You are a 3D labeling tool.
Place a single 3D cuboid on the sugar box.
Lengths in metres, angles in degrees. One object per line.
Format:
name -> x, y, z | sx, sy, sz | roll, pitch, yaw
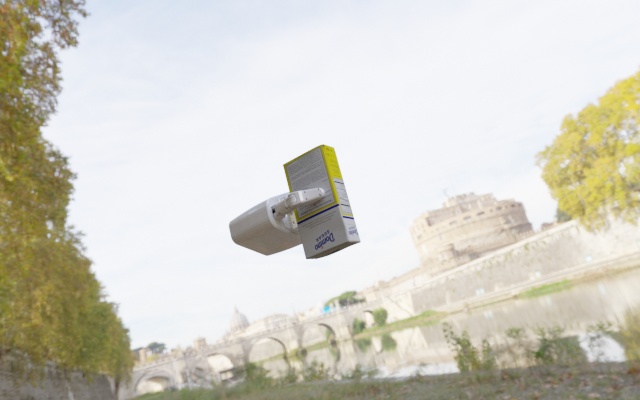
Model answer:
sugar box -> 0.000, 0.003, 0.807 | 0.093, 0.176, 0.048 | -25, -18, 31
